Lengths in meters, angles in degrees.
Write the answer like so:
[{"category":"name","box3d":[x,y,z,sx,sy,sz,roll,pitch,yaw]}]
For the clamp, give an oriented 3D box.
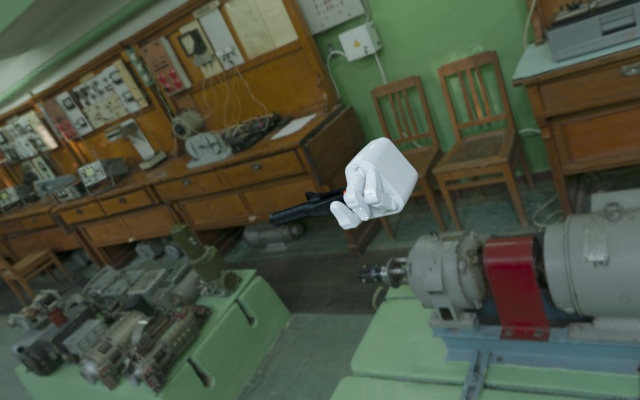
[{"category":"clamp","box3d":[0.000,0.002,0.860,0.171,0.039,0.120,-10,23,35]}]
